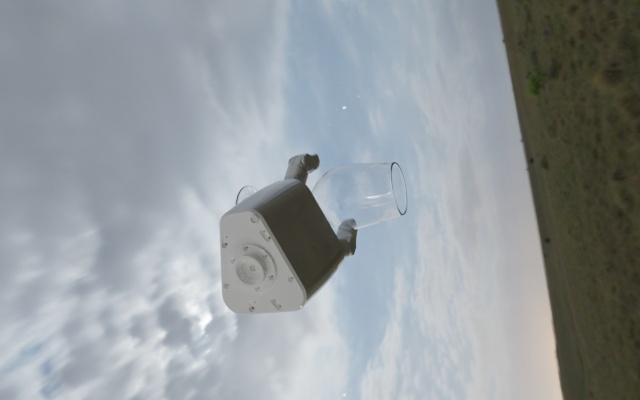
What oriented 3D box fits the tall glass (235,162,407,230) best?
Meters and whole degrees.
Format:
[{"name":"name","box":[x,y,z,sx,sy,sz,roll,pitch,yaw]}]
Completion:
[{"name":"tall glass","box":[0.000,0.002,0.582,0.201,0.079,0.079,-10,-4,23]}]
